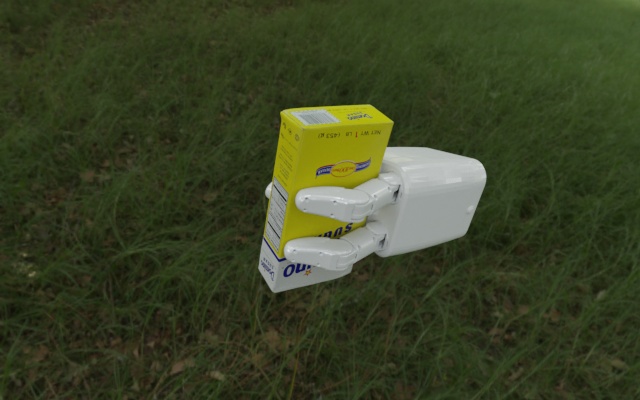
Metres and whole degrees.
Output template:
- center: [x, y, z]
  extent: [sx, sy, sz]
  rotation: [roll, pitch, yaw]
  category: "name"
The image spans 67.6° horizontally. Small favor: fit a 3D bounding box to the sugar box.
- center: [0.000, 0.002, 0.444]
  extent: [0.093, 0.176, 0.048]
  rotation: [-9, 35, -29]
  category: "sugar box"
